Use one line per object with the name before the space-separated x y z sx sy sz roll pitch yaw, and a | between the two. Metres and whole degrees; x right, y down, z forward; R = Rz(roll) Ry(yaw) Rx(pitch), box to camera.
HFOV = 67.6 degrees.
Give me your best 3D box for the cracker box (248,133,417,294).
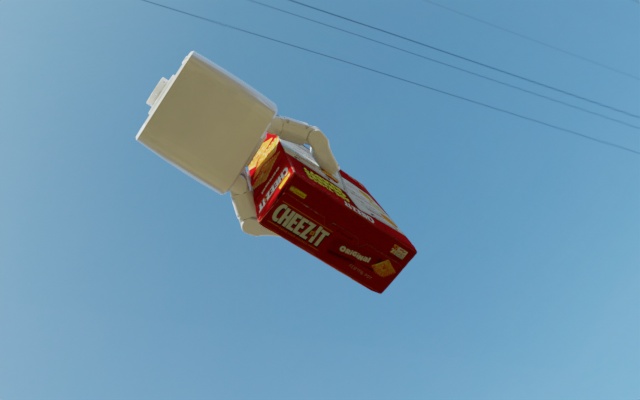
cracker box | 0.000 0.002 0.573 0.164 0.072 0.213 32 12 -20
